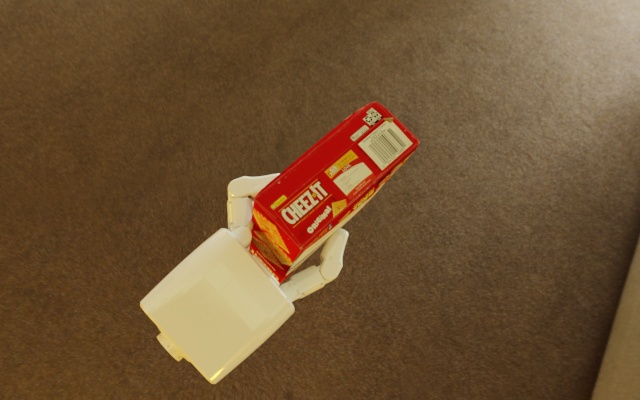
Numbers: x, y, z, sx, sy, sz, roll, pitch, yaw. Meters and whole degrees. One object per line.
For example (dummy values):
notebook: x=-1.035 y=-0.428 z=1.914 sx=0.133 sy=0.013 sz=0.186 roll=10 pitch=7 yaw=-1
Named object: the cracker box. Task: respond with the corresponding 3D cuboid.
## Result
cracker box: x=0.000 y=0.002 z=0.537 sx=0.164 sy=0.072 sz=0.214 roll=-41 pitch=-6 yaw=-19
